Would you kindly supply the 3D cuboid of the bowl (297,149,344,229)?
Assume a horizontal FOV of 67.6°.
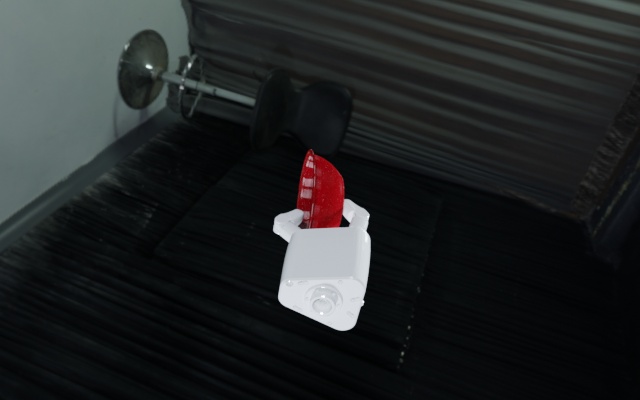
[{"bbox_3d":[0.000,0.002,0.755,0.055,0.162,0.162,5,-1,-10],"label":"bowl"}]
